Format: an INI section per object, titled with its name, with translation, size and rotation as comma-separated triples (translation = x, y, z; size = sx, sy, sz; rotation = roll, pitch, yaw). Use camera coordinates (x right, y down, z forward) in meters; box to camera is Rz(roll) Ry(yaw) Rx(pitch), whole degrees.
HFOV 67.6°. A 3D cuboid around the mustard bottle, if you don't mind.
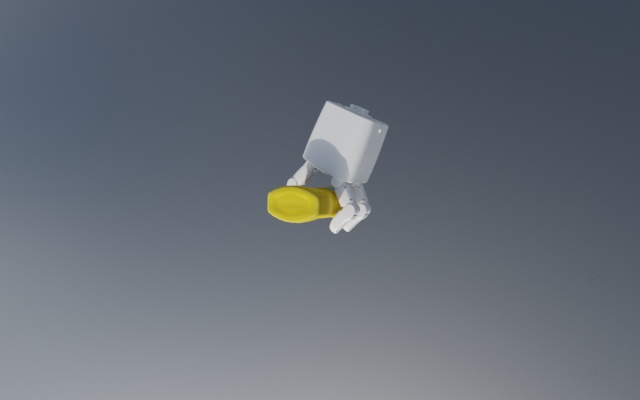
[mustard bottle]
translation = 0.000, 0.003, 0.813
size = 0.096, 0.058, 0.191
rotation = 2, 3, 28
